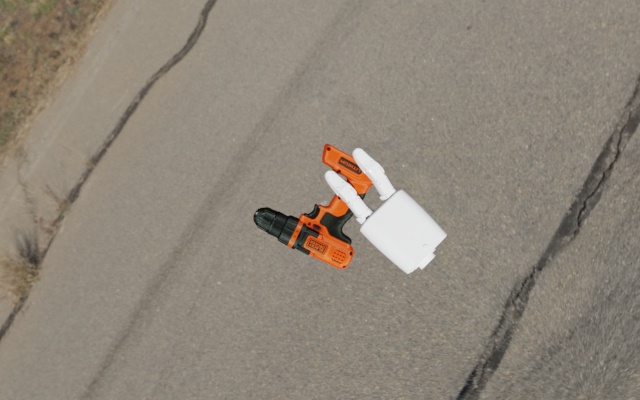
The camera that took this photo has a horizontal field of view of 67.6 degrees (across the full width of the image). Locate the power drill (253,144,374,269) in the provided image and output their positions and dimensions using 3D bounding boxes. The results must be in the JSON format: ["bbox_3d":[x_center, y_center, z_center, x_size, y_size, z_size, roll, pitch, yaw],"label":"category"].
[{"bbox_3d":[0.001,0.002,0.813,0.184,0.187,0.057,26,7,-5],"label":"power drill"}]
